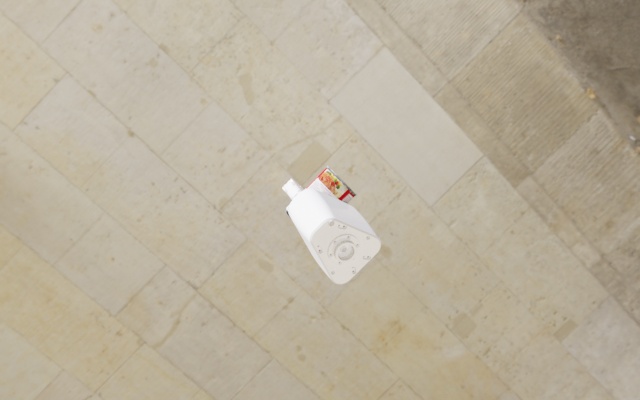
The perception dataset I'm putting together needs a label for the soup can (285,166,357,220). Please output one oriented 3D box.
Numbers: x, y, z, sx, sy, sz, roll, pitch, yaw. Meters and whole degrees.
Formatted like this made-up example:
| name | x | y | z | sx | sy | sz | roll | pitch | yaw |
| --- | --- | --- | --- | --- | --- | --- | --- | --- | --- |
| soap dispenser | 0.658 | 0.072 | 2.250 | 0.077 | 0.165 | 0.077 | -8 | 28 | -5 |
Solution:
| name | x | y | z | sx | sy | sz | roll | pitch | yaw |
| --- | --- | --- | --- | --- | --- | --- | --- | --- | --- |
| soup can | 0.000 | 0.003 | 0.787 | 0.068 | 0.102 | 0.068 | 45 | 3 | -3 |
